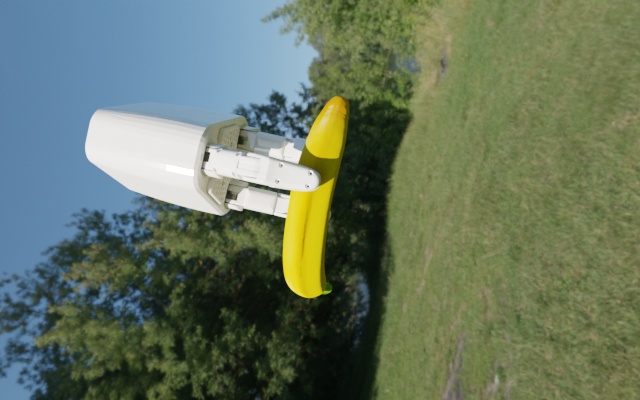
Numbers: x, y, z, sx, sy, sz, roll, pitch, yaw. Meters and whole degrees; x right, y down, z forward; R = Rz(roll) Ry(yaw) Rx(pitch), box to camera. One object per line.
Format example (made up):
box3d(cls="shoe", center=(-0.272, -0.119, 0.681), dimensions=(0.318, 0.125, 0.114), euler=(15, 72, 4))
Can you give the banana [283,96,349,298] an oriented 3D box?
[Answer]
box3d(cls="banana", center=(-0.006, 0.011, 0.414), dimensions=(0.037, 0.198, 0.069), euler=(13, 26, 14))
